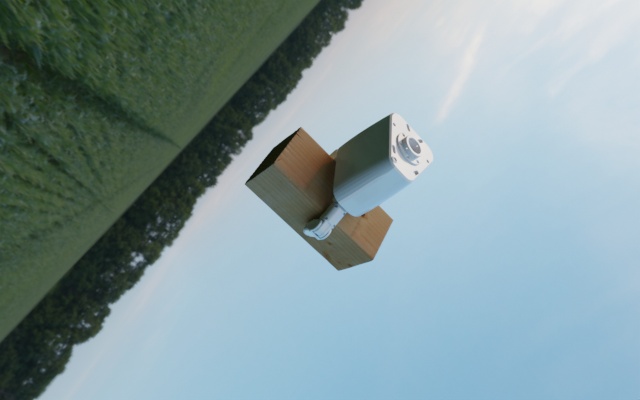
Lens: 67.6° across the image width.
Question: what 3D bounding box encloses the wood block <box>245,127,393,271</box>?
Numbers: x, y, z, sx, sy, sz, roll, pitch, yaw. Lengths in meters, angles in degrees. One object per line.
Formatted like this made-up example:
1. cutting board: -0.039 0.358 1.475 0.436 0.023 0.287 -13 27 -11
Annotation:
1. wood block: 0.000 0.003 0.730 0.206 0.090 0.090 44 -37 -15
